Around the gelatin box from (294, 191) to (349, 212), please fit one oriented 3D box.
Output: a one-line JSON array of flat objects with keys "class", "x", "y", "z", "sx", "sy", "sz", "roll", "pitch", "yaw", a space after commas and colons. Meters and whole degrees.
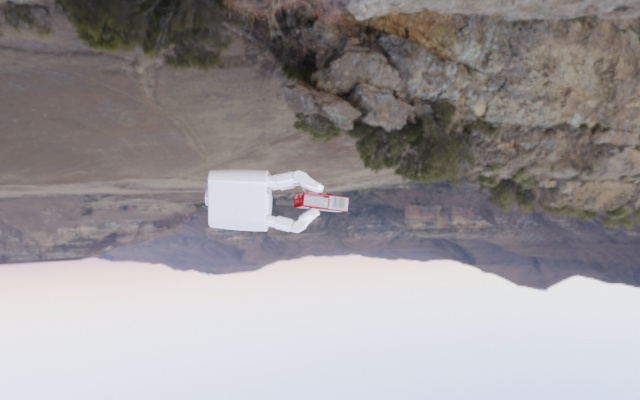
[{"class": "gelatin box", "x": 0.000, "y": 0.003, "z": 0.889, "sx": 0.089, "sy": 0.030, "sz": 0.073, "roll": 7, "pitch": -4, "yaw": -14}]
